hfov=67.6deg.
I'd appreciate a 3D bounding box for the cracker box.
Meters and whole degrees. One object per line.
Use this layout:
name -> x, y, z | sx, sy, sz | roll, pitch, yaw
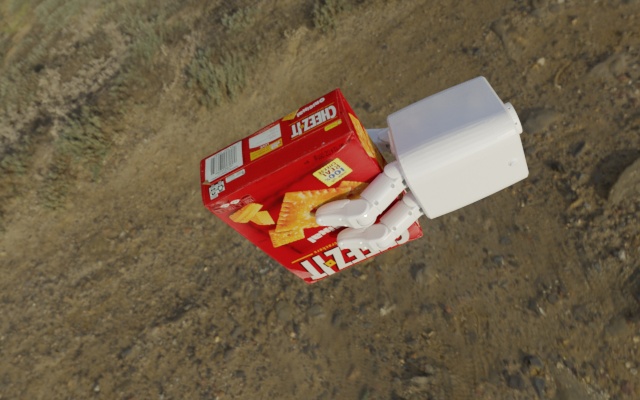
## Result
cracker box -> 0.000, 0.001, 0.524 | 0.164, 0.072, 0.214 | -25, -39, 16
